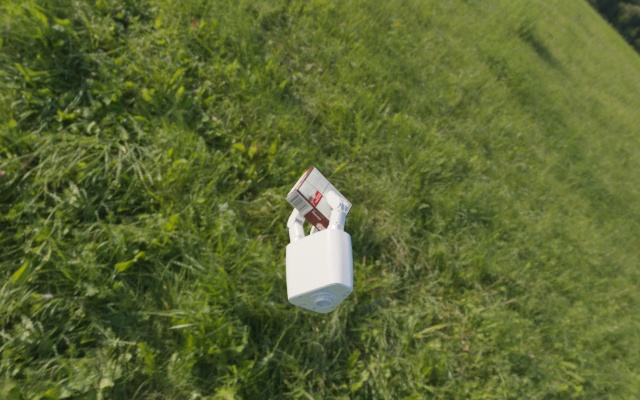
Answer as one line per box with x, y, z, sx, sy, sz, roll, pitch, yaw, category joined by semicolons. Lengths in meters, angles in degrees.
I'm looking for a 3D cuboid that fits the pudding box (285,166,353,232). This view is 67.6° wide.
0.000;0.003;0.894;0.039;0.113;0.090;-36;14;37;pudding box
